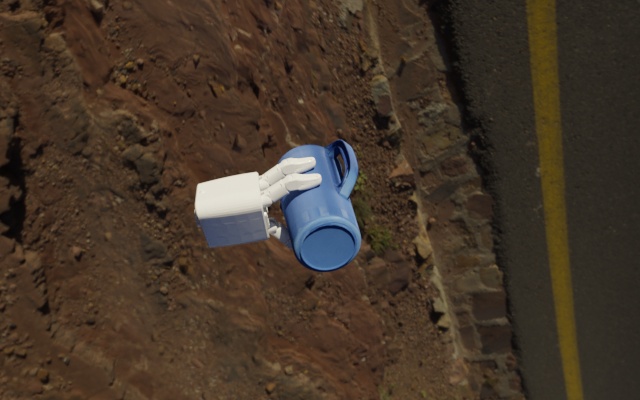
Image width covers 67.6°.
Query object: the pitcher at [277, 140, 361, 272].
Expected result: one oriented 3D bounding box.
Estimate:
[{"bbox_3d":[0.000,0.003,0.830,0.145,0.149,0.242,-8,32,-6],"label":"pitcher"}]
